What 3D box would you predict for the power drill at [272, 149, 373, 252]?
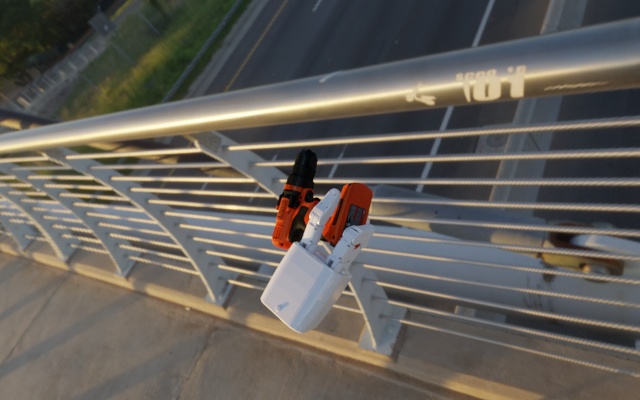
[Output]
[{"bbox_3d":[0.000,0.003,0.799,0.057,0.184,0.187,18,-6,-38],"label":"power drill"}]
